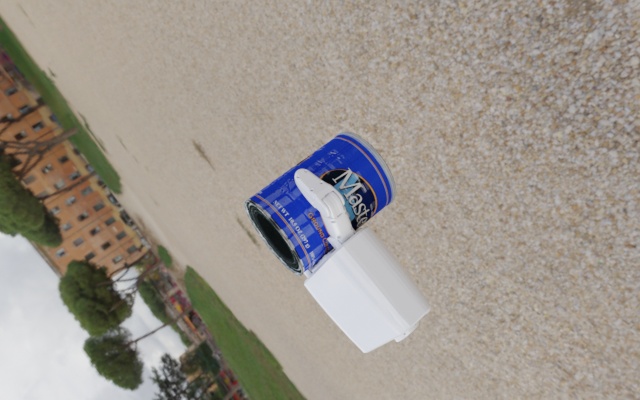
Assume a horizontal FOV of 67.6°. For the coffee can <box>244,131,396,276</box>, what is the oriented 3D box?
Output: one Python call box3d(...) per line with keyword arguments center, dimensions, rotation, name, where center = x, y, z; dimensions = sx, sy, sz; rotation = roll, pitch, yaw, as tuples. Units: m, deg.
box3d(center=(0.000, 0.002, 0.540), dimensions=(0.140, 0.103, 0.103), rotation=(-37, 13, -19), name="coffee can")
